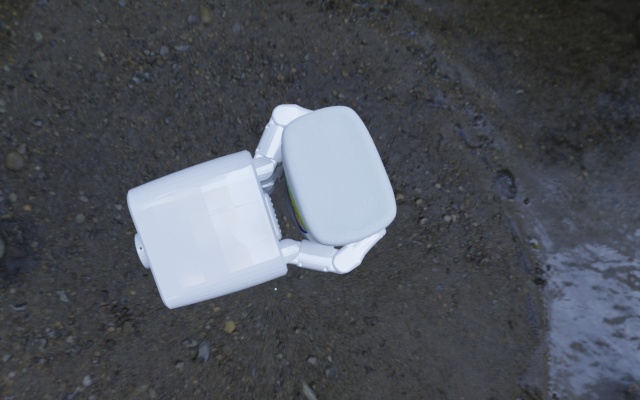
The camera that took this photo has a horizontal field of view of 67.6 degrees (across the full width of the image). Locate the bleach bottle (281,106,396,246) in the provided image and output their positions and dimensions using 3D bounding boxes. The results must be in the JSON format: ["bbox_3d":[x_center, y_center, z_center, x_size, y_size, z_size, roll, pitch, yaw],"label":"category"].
[{"bbox_3d":[0.000,0.001,0.453,0.068,0.102,0.251,-18,-8,-8],"label":"bleach bottle"}]
